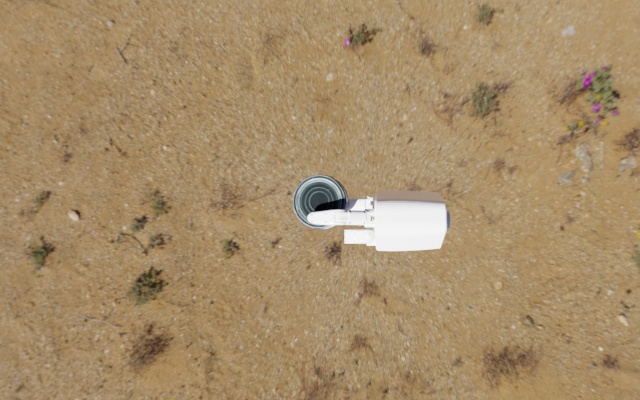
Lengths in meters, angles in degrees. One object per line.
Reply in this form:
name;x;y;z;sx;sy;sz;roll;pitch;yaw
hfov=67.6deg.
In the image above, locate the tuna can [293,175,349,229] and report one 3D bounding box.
tuna can;0.000;0.002;0.752;0.086;0.086;0.034;0;-3;11
